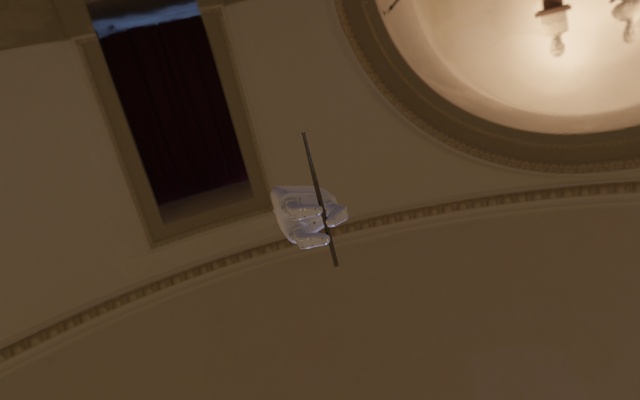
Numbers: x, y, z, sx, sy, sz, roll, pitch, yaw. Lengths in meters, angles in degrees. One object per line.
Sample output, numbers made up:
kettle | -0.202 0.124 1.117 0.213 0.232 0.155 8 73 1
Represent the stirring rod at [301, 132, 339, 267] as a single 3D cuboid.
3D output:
stirring rod | 0.000 0.003 0.809 0.011 0.239 0.011 -13 16 4
